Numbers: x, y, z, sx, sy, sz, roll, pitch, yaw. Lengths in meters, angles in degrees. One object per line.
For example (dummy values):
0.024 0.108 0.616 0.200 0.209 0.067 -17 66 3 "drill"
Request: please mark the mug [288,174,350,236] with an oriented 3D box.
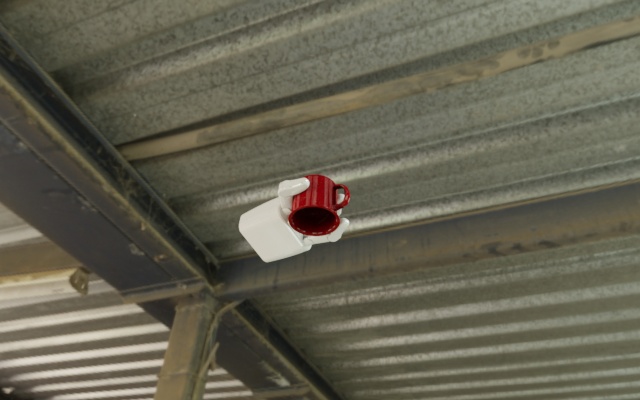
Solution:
0.001 0.002 0.872 0.117 0.081 0.093 -21 -45 26 "mug"
